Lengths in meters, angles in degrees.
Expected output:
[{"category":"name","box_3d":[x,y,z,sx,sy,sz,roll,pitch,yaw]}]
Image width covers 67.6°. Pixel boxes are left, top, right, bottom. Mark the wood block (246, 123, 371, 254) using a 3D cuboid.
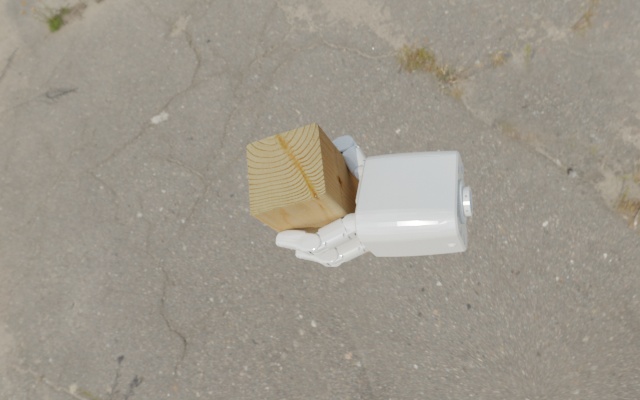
[{"category":"wood block","box_3d":[0.000,0.002,0.594,0.090,0.090,0.206,-15,-26,18]}]
